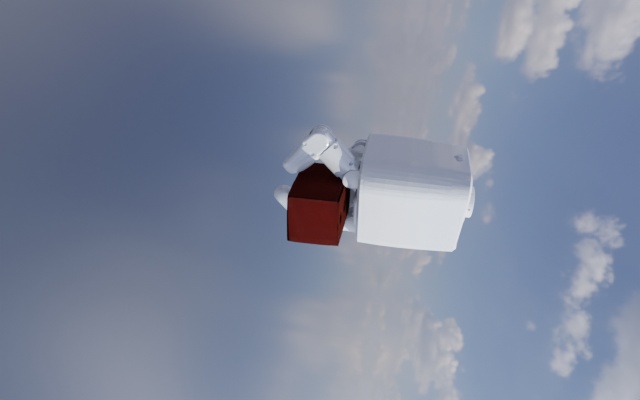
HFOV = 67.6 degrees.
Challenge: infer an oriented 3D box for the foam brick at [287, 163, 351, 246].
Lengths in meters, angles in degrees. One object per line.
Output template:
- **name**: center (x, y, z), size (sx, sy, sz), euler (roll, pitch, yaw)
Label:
- **foam brick**: center (0.000, 0.002, 0.482), size (0.051, 0.053, 0.078), euler (7, 32, 9)
